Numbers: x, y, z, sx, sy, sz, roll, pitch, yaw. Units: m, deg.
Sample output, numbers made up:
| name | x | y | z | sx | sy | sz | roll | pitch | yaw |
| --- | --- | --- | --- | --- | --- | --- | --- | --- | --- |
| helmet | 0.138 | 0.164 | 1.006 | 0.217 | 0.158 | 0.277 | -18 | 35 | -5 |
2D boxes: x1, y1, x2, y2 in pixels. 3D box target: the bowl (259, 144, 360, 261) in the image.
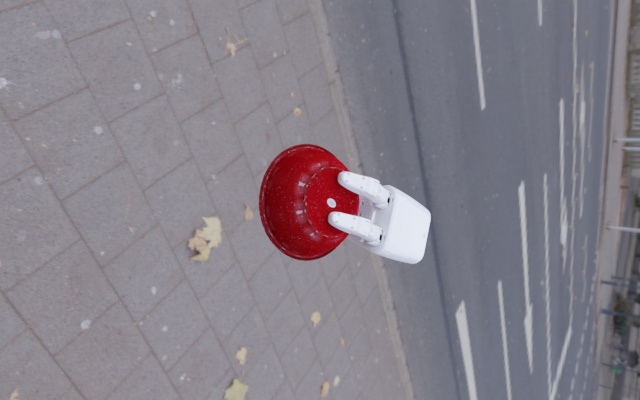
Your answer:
| name | x | y | z | sx | sy | sz | roll | pitch | yaw |
| --- | --- | --- | --- | --- | --- | --- | --- | --- | --- |
| bowl | -0.001 | 0.002 | 0.638 | 0.162 | 0.162 | 0.055 | 0 | -1 | -37 |
